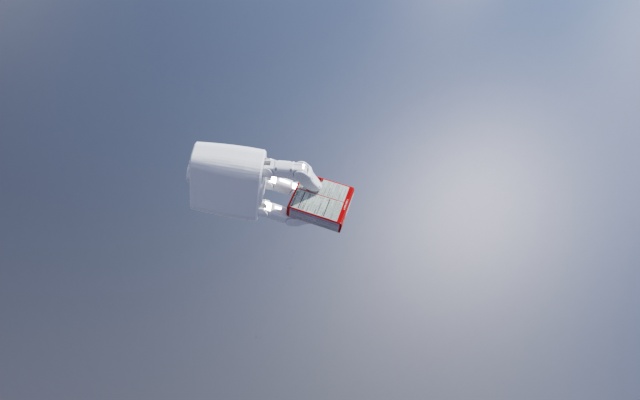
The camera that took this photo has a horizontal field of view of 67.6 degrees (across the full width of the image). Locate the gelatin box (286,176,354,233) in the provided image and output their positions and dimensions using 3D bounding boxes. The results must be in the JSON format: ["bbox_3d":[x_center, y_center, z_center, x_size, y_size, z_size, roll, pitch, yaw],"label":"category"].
[{"bbox_3d":[0.000,0.002,0.744,0.089,0.073,0.030,17,-35,8],"label":"gelatin box"}]
